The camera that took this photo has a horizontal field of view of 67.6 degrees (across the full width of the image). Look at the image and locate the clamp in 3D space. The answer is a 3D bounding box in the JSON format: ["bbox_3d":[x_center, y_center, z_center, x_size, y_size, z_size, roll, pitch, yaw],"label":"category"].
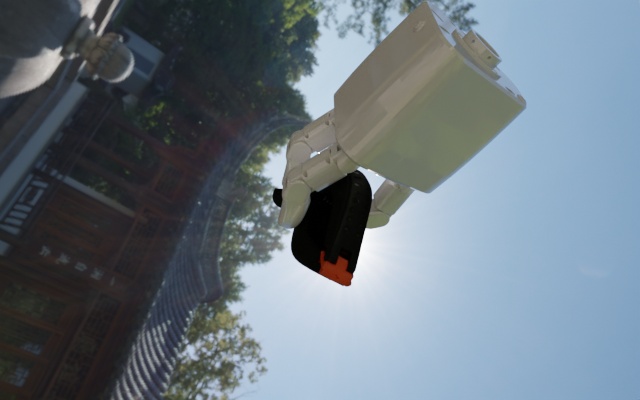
[{"bbox_3d":[0.001,0.002,0.439,0.036,0.209,0.165,28,-55,-22],"label":"clamp"}]
